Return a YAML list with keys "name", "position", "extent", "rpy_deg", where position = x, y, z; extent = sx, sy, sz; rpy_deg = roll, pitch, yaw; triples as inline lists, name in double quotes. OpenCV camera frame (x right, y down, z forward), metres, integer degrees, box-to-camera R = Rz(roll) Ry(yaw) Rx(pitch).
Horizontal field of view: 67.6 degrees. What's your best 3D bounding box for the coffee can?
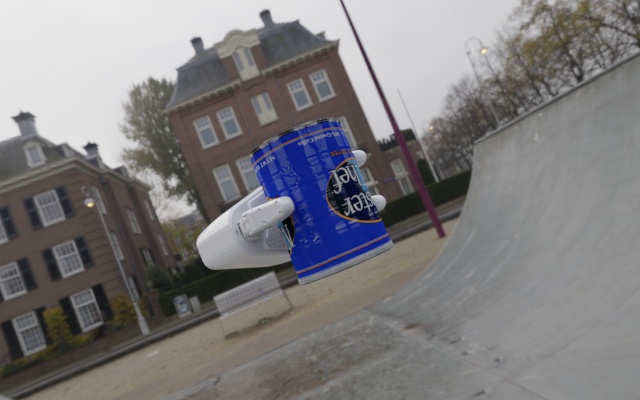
- name: "coffee can"
  position: [0.000, 0.002, 0.488]
  extent: [0.103, 0.140, 0.103]
  rpy_deg: [-23, -5, -2]
